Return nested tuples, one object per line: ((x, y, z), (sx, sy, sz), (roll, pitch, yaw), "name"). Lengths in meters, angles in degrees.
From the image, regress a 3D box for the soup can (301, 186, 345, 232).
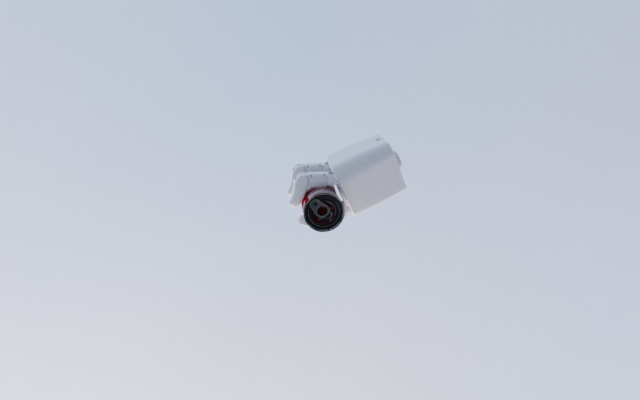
((0.000, 0.003, 0.825), (0.068, 0.068, 0.102), (0, 21, -7), "soup can")
